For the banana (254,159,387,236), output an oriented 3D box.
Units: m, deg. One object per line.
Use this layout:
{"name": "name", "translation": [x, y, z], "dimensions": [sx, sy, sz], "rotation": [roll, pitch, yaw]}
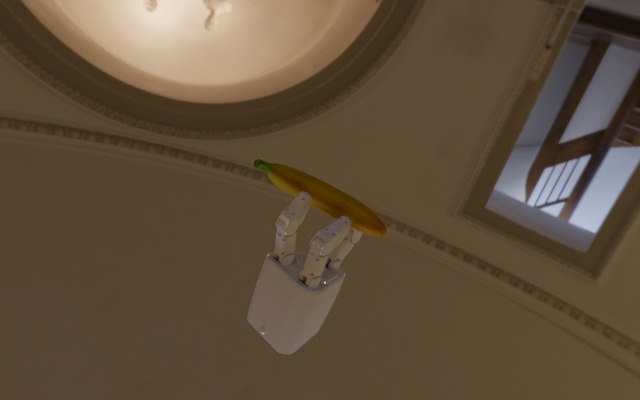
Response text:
{"name": "banana", "translation": [0.003, -0.002, 0.650], "dimensions": [0.198, 0.037, 0.069], "rotation": [27, 16, 12]}
